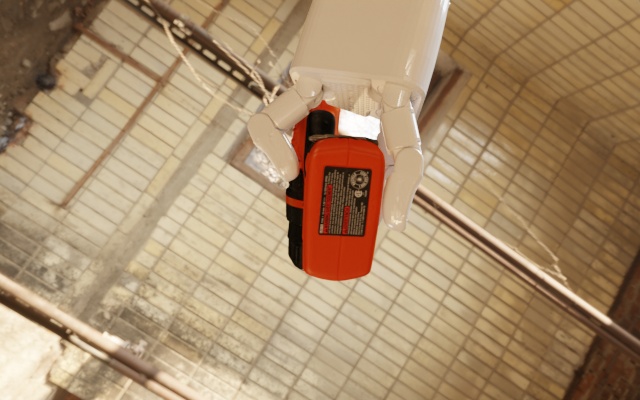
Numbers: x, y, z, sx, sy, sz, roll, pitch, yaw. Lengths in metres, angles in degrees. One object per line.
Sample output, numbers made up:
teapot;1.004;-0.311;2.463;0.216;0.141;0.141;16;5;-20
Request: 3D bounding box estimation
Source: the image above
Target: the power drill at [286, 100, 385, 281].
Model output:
power drill;0.000;0.001;0.429;0.057;0.184;0.187;0;14;-11
